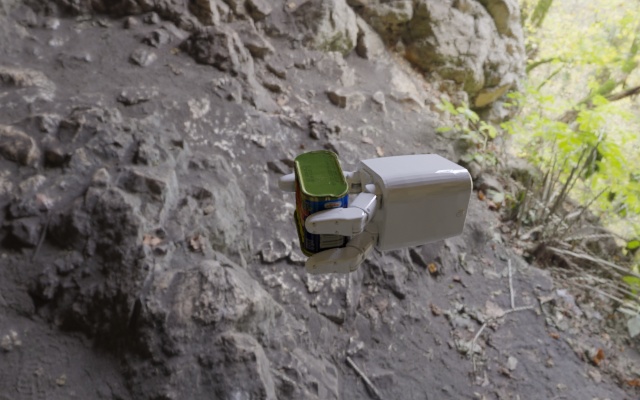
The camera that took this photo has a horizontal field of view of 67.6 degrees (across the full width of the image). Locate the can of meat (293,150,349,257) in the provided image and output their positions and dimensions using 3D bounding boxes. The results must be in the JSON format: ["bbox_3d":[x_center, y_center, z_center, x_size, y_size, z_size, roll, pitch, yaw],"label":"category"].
[{"bbox_3d":[0.000,0.001,0.549,0.057,0.084,0.102,-6,36,-8],"label":"can of meat"}]
